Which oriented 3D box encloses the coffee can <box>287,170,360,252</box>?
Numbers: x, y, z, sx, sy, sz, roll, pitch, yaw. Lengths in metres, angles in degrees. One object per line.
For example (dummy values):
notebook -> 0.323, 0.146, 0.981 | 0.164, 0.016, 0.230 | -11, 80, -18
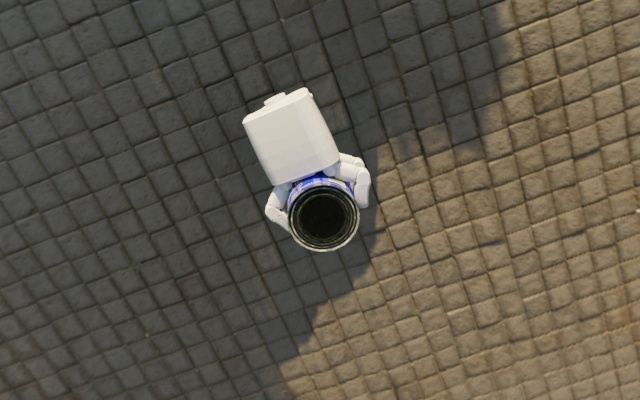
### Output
coffee can -> 0.000, 0.003, 0.728 | 0.103, 0.103, 0.140 | 0, 20, -4
